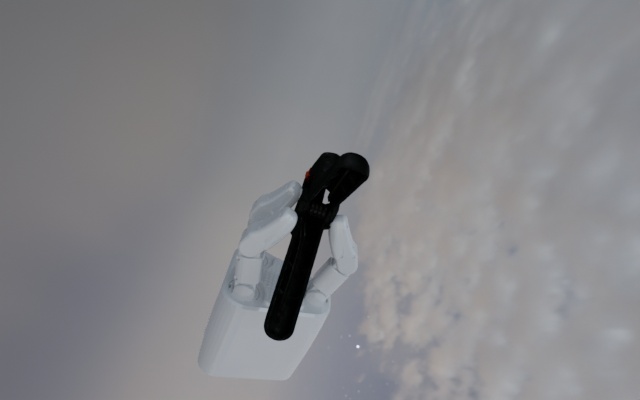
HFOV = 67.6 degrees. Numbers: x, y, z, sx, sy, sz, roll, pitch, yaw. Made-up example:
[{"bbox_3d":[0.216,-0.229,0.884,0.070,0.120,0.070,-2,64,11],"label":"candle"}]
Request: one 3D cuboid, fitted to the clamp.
[{"bbox_3d":[0.001,0.002,0.436,0.036,0.165,0.210,23,26,-8],"label":"clamp"}]
